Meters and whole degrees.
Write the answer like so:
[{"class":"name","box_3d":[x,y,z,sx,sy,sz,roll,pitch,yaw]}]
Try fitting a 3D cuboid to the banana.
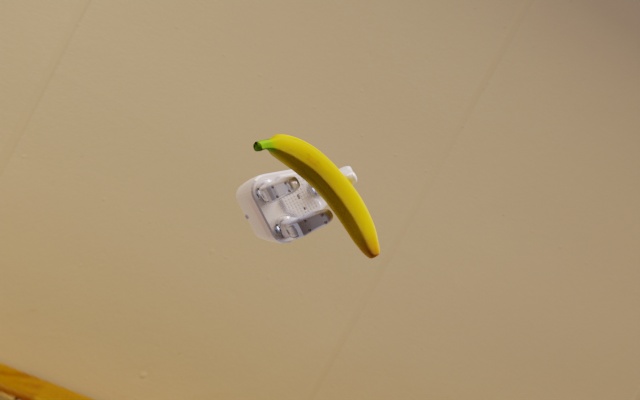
[{"class":"banana","box_3d":[0.004,-0.013,0.554,0.198,0.069,0.037,42,-41,-19]}]
